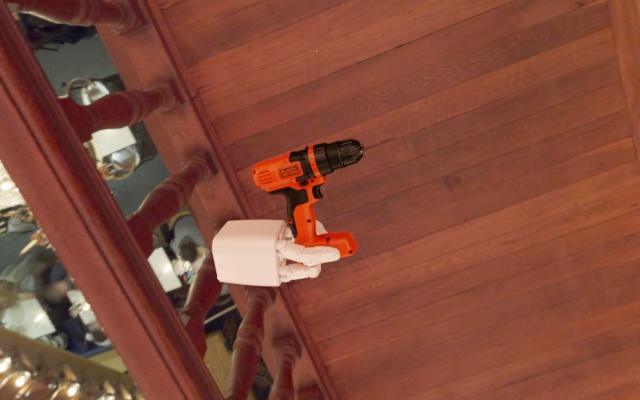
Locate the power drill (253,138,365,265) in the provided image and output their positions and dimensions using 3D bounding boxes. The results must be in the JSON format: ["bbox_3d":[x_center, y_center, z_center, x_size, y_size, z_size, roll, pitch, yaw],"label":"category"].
[{"bbox_3d":[0.000,0.003,0.777,0.184,0.188,0.057,-13,14,16],"label":"power drill"}]
